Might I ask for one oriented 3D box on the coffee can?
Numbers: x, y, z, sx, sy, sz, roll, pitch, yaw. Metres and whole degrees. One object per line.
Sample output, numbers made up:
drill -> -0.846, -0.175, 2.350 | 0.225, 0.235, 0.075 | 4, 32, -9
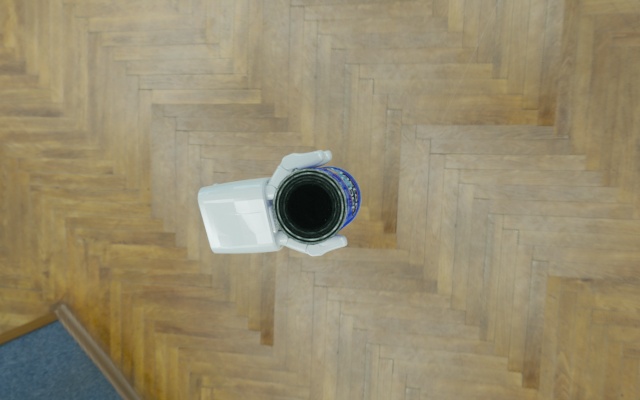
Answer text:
coffee can -> 0.000, 0.002, 0.697 | 0.103, 0.103, 0.140 | 0, 5, 12
